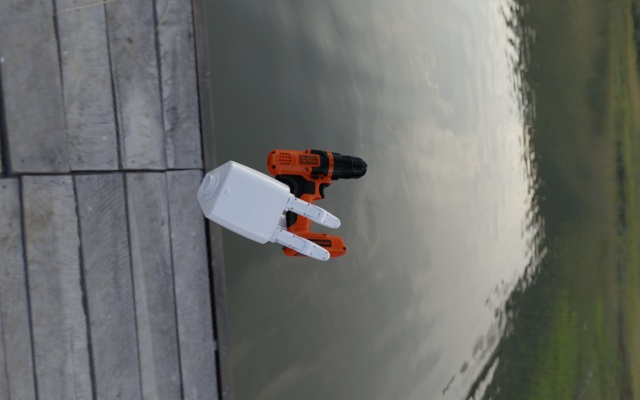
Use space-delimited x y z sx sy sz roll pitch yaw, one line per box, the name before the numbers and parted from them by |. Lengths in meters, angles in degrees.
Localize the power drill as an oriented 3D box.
power drill | 0.000 0.003 0.826 0.184 0.187 0.057 2 -19 -17
